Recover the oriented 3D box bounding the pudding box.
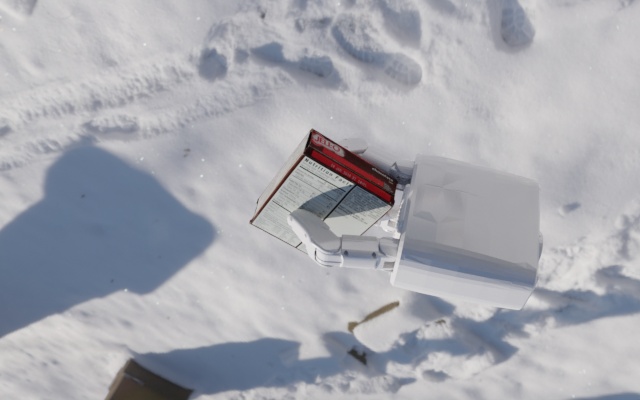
[{"bbox_3d":[0.000,0.002,0.428,0.090,0.039,0.113,31,-48,-13],"label":"pudding box"}]
